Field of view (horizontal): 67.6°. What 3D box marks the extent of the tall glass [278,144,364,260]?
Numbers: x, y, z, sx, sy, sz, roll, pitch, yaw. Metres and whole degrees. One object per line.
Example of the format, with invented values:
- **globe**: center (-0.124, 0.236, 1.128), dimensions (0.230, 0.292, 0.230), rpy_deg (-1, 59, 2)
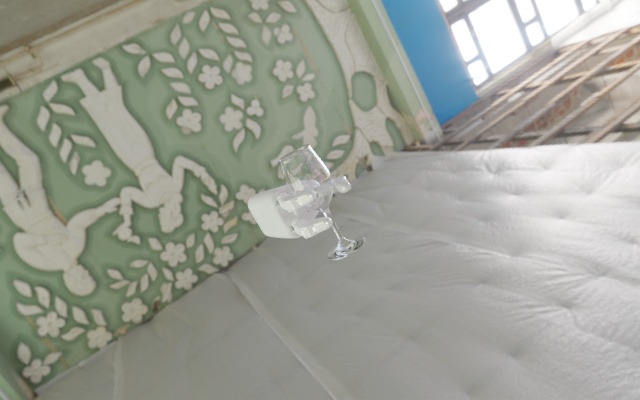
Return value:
- **tall glass**: center (0.001, 0.003, 0.846), dimensions (0.079, 0.201, 0.079), rpy_deg (-27, 15, 8)
